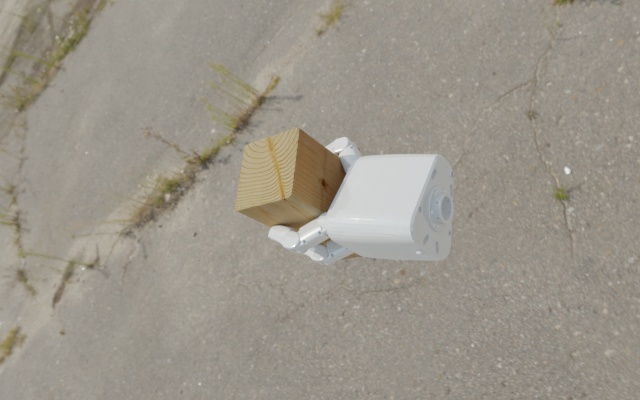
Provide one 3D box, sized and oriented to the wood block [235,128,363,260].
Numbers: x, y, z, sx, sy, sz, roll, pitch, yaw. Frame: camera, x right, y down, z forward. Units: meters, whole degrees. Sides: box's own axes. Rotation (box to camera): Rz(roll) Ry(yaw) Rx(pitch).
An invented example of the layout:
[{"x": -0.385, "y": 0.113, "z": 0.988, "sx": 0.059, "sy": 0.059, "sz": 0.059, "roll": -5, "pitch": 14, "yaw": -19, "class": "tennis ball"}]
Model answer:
[{"x": 0.000, "y": 0.002, "z": 0.616, "sx": 0.090, "sy": 0.090, "sz": 0.206, "roll": -13, "pitch": -30, "yaw": 35, "class": "wood block"}]
